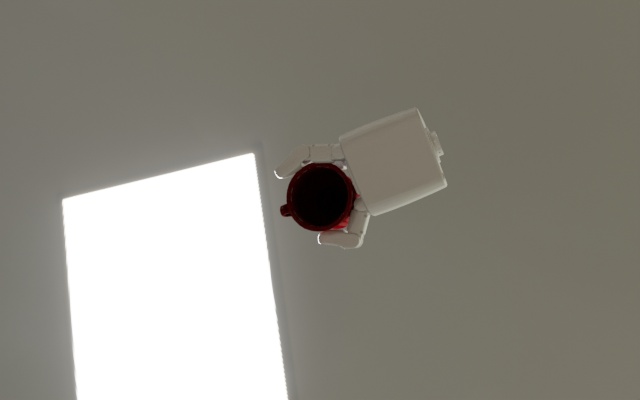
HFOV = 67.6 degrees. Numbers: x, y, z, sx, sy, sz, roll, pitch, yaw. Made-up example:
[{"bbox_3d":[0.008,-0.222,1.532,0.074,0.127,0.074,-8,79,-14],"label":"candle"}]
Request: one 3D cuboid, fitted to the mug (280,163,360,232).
[{"bbox_3d":[-0.001,0.003,0.669,0.117,0.093,0.081,-20,-12,17],"label":"mug"}]
